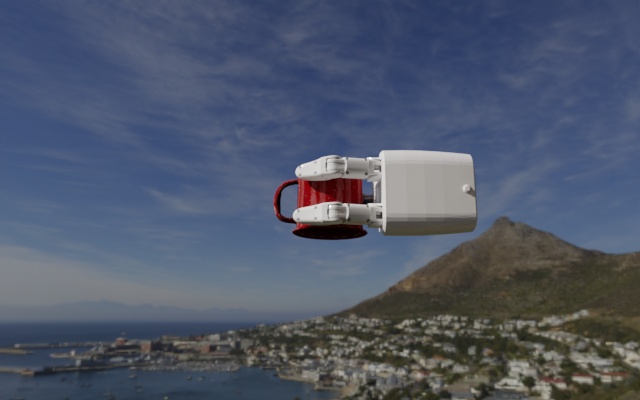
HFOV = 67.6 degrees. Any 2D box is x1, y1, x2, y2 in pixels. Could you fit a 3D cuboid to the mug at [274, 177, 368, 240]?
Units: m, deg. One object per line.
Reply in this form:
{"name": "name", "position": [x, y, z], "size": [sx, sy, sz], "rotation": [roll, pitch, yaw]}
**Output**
{"name": "mug", "position": [-0.001, 0.002, 0.599], "size": [0.117, 0.081, 0.093], "rotation": [1, -14, -2]}
